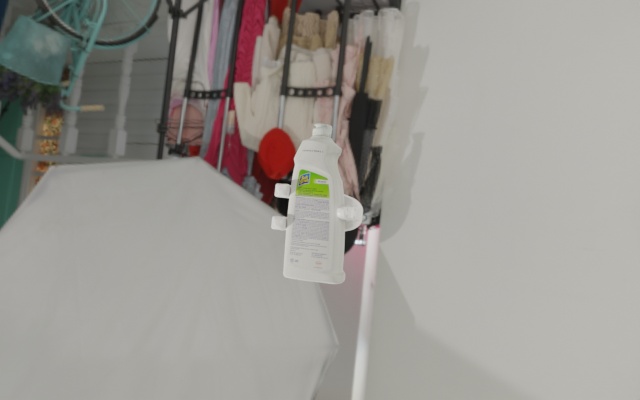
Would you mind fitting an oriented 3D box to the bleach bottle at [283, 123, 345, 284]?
[{"bbox_3d":[0.000,0.003,0.774,0.102,0.251,0.068,5,-2,12],"label":"bleach bottle"}]
